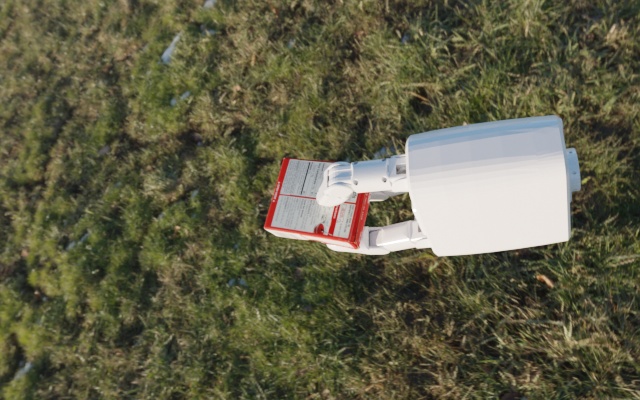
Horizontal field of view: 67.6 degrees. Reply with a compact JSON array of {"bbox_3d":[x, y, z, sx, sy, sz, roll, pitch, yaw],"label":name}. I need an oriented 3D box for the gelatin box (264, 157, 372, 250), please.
[{"bbox_3d":[0.000,0.001,0.442,0.089,0.073,0.030,7,-17,23],"label":"gelatin box"}]
